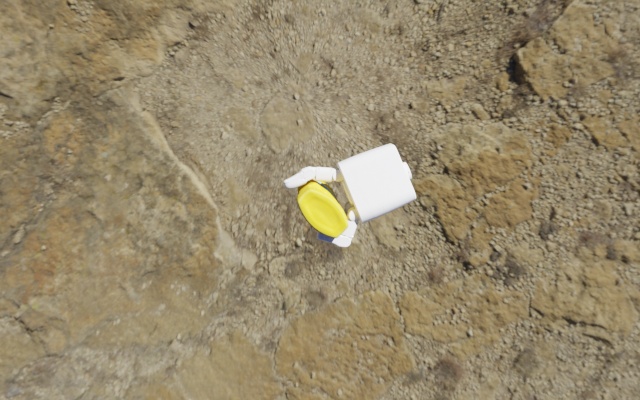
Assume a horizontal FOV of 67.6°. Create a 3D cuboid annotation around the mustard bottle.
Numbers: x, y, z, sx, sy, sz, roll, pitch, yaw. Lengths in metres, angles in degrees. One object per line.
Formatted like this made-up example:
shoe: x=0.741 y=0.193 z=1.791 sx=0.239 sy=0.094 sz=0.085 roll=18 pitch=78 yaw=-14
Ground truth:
mustard bottle: x=0.000 y=0.003 z=0.868 sx=0.096 sy=0.058 sz=0.191 roll=42 pitch=7 yaw=-10
